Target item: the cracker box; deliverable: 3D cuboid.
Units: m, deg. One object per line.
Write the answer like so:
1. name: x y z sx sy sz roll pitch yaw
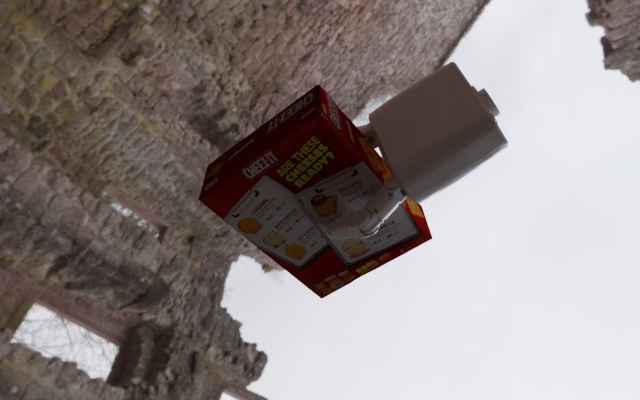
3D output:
1. cracker box: 0.000 0.002 0.542 0.164 0.072 0.214 -32 -56 20
